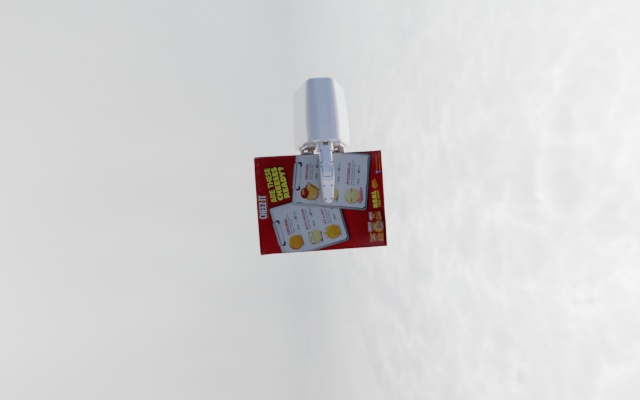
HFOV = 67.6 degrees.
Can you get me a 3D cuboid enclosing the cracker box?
[{"bbox_3d":[0.000,0.003,0.819,0.214,0.164,0.072,-4,-1,-3],"label":"cracker box"}]
